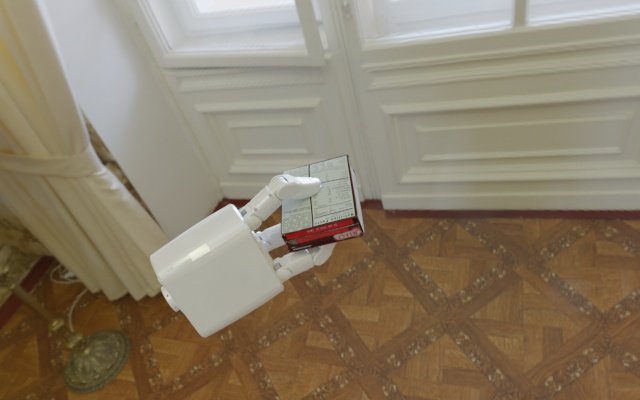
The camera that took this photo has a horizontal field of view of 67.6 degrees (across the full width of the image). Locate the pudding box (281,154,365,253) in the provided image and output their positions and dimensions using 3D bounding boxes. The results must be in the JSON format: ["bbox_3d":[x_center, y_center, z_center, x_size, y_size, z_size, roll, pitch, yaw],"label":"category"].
[{"bbox_3d":[0.000,0.002,0.565,0.090,0.113,0.039,-13,-45,9],"label":"pudding box"}]
